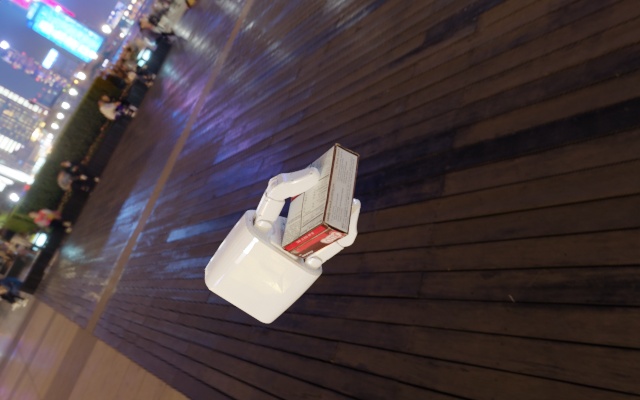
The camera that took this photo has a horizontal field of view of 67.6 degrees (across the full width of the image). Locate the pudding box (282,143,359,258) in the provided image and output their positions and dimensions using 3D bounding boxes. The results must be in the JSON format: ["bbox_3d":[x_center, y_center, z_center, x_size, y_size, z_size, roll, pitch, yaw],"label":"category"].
[{"bbox_3d":[0.000,0.002,0.559,0.039,0.113,0.090,25,-35,-26],"label":"pudding box"}]
